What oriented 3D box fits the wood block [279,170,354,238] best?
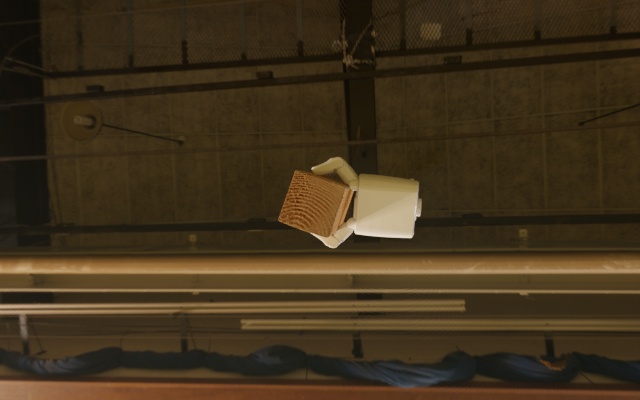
[{"bbox_3d":[0.000,0.003,0.871,0.090,0.091,0.206,19,4,7],"label":"wood block"}]
